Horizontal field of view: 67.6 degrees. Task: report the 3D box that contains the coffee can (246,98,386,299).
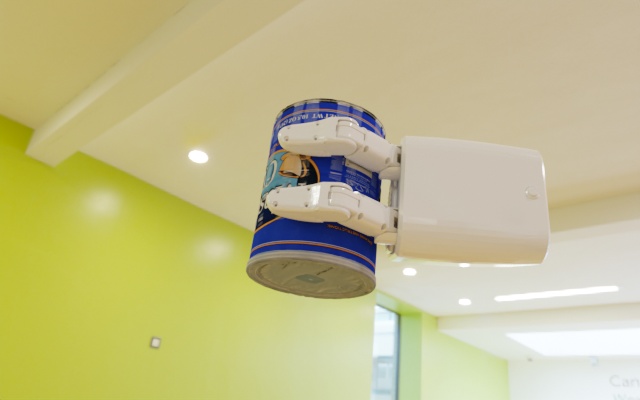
[{"bbox_3d":[0.000,0.001,0.404,0.103,0.140,0.103,6,-26,3],"label":"coffee can"}]
